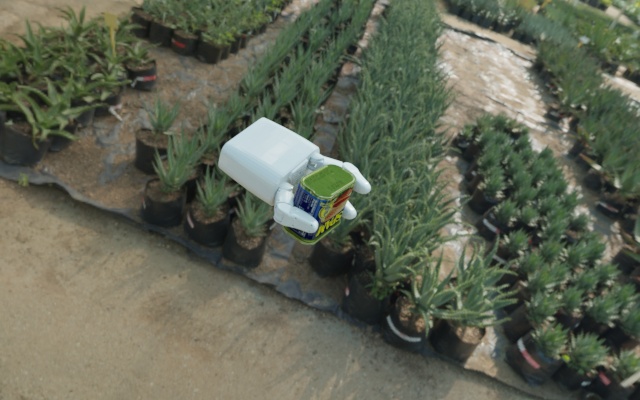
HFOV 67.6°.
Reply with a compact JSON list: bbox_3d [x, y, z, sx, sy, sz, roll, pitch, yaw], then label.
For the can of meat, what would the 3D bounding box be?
[{"bbox_3d":[0.000,0.002,0.683,0.057,0.084,0.102,34,35,18],"label":"can of meat"}]
